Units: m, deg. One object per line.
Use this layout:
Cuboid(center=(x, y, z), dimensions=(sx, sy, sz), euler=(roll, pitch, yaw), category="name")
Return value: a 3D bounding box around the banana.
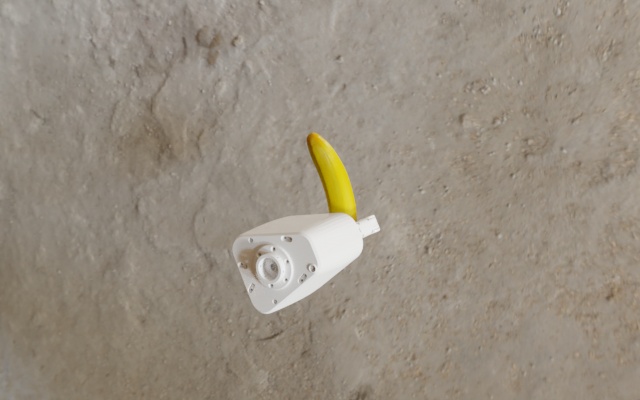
Cuboid(center=(0.016, 0.006, 0.647), dimensions=(0.069, 0.198, 0.037), euler=(0, 9, 30), category="banana")
